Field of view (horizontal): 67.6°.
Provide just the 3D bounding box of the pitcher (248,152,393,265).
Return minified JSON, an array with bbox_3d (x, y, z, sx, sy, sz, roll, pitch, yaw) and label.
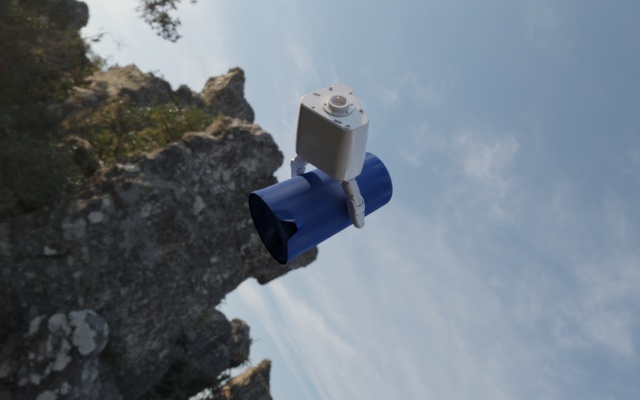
[{"bbox_3d":[0.000,0.003,0.855,0.243,0.145,0.149,-25,54,-24],"label":"pitcher"}]
